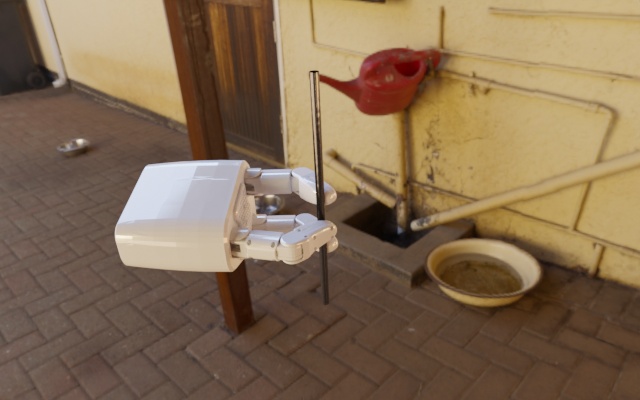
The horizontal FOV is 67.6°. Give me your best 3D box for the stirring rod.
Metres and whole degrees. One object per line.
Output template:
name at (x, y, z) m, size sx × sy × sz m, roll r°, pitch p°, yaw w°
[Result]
stirring rod at (0.000, 0.002, 0.443) m, size 0.011 × 0.240 × 0.011 m, roll -2°, pitch 29°, yaw 1°
